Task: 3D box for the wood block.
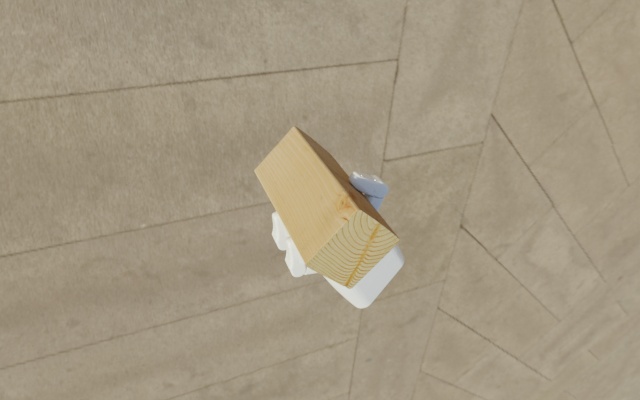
[{"bbox_3d":[0.001,0.002,0.623,0.090,0.091,0.206,35,14,-41],"label":"wood block"}]
